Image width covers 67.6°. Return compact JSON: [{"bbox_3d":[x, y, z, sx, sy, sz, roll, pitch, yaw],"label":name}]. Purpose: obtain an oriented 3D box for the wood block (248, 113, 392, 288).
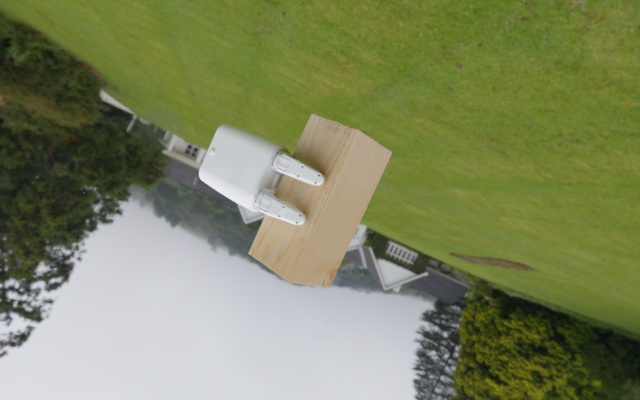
[{"bbox_3d":[0.000,0.002,0.645,0.090,0.206,0.091,27,4,38],"label":"wood block"}]
